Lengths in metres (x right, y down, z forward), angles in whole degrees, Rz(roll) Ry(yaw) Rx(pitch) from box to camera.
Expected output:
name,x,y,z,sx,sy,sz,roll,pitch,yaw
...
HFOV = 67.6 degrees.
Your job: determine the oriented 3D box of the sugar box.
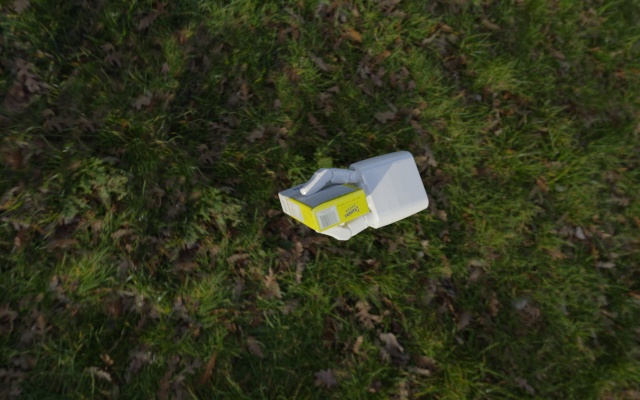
name,x,y,z,sx,sy,sz,roll,pitch,yaw
sugar box,0.000,0.003,0.809,0.093,0.048,0.176,-21,14,-17
